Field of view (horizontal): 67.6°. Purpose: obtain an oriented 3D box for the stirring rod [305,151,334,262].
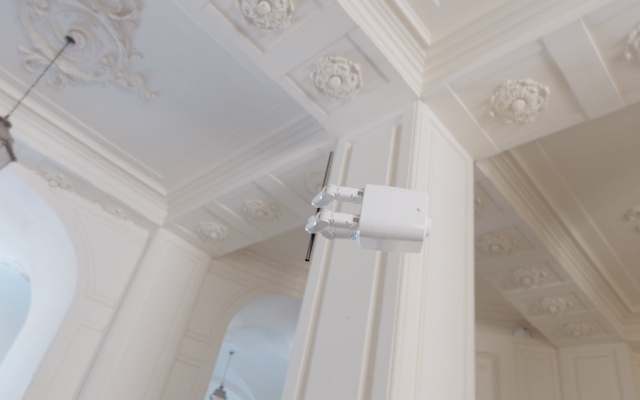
[{"bbox_3d":[0.000,0.003,0.849,0.011,0.239,0.011,9,-36,6],"label":"stirring rod"}]
